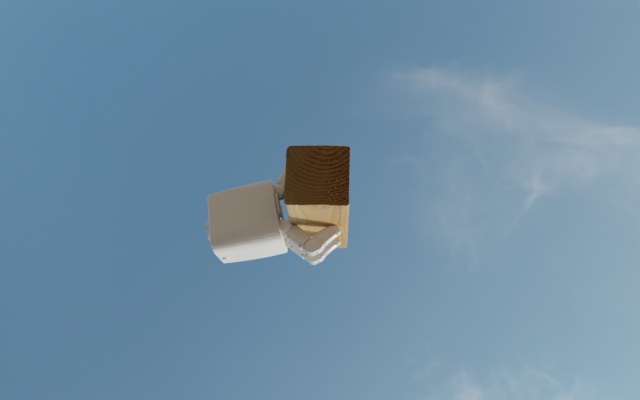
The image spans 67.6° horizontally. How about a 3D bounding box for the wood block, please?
[{"bbox_3d":[0.000,0.002,0.740,0.090,0.090,0.206,1,-21,2],"label":"wood block"}]
